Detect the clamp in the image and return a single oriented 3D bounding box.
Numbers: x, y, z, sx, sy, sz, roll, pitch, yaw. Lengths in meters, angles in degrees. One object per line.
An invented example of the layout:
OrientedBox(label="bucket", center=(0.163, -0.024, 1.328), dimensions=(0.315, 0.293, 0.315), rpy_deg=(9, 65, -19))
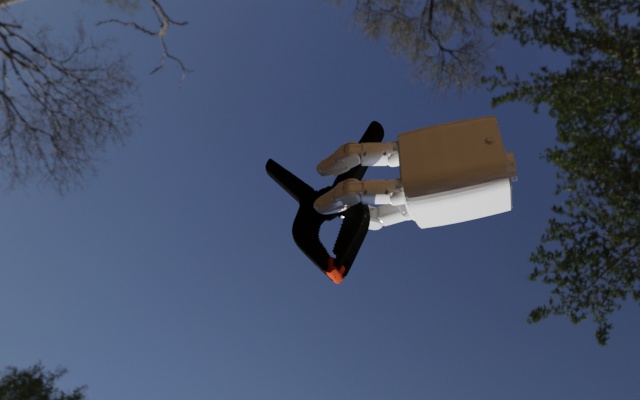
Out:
OrientedBox(label="clamp", center=(0.001, 0.003, 0.573), dimensions=(0.164, 0.209, 0.036), rpy_deg=(-13, -39, 21))
